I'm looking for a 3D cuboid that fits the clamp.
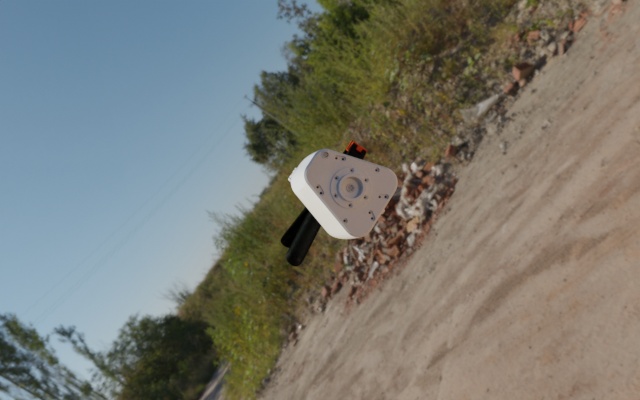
[{"bbox_3d":[0.000,0.002,0.744,0.036,0.210,0.164,34,-8,-10],"label":"clamp"}]
